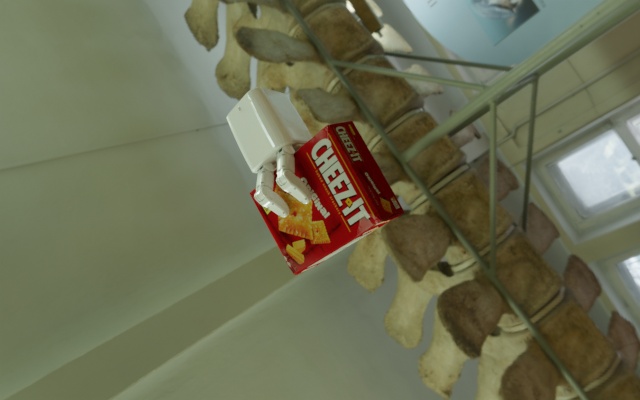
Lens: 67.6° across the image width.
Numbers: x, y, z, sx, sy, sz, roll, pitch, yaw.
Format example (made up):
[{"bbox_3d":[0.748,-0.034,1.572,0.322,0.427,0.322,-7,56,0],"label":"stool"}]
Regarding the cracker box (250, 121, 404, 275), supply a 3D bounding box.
[{"bbox_3d":[0.000,0.003,0.756,0.072,0.164,0.214,-19,-14,-49],"label":"cracker box"}]
